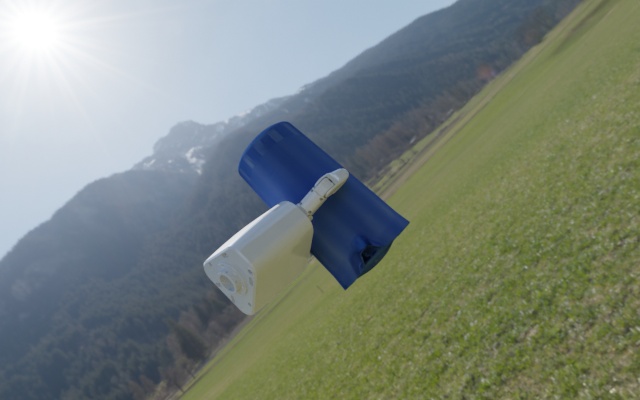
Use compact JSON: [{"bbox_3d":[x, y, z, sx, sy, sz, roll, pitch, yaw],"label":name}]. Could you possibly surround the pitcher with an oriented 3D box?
[{"bbox_3d":[0.000,0.002,0.702,0.145,0.243,0.149,-39,-11,-40],"label":"pitcher"}]
